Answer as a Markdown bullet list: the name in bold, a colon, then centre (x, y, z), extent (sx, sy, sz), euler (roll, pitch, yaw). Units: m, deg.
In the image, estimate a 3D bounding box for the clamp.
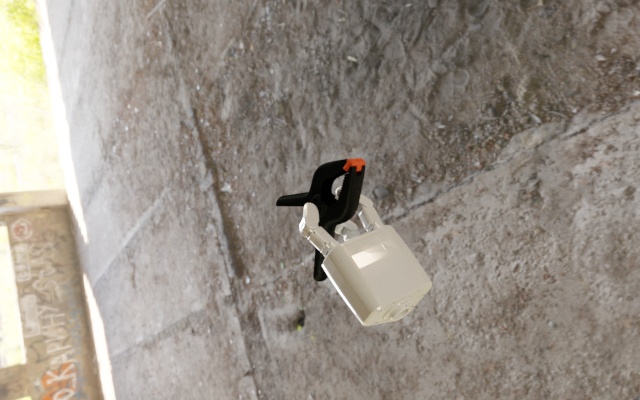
- **clamp**: centre (0.000, 0.002, 0.736), extent (0.036, 0.164, 0.210), euler (-9, -39, -39)
